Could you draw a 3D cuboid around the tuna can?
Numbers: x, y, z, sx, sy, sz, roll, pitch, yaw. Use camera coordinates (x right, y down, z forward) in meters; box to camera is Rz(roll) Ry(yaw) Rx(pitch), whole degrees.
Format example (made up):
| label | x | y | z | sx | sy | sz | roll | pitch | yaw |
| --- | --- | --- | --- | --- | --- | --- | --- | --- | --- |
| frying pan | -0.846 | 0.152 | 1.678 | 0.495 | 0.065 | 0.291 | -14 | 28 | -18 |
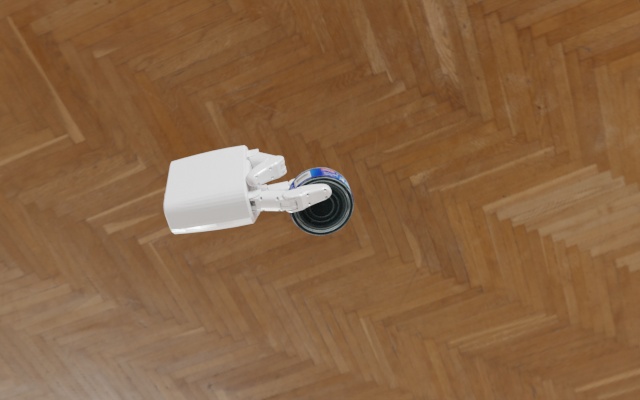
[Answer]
| label | x | y | z | sx | sy | sz | roll | pitch | yaw |
| --- | --- | --- | --- | --- | --- | --- | --- | --- | --- |
| tuna can | 0.000 | 0.002 | 0.624 | 0.086 | 0.086 | 0.033 | 0 | 23 | -7 |
